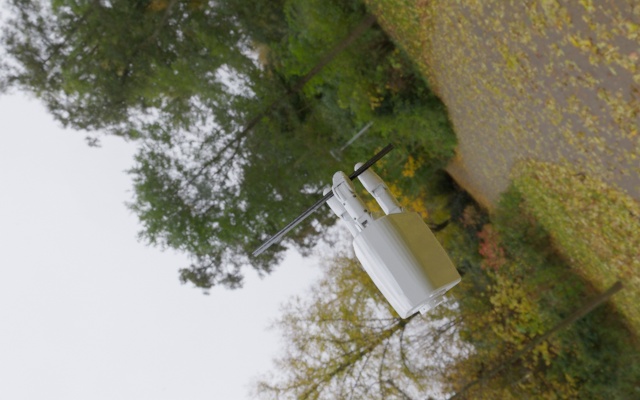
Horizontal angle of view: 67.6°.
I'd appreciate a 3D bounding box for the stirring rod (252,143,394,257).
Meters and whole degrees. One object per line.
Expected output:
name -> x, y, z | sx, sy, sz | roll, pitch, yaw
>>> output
stirring rod -> 0.000, 0.002, 0.638 | 0.239, 0.011, 0.011 | -38, -10, 12
